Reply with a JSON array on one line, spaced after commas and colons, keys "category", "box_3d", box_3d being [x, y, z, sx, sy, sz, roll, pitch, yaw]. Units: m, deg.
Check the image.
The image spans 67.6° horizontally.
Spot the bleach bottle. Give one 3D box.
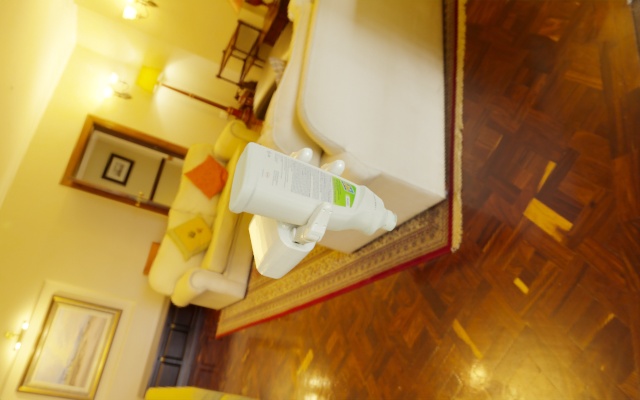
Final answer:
[{"category": "bleach bottle", "box_3d": [0.000, 0.002, 0.694, 0.251, 0.102, 0.068, 19, -41, -21]}]
